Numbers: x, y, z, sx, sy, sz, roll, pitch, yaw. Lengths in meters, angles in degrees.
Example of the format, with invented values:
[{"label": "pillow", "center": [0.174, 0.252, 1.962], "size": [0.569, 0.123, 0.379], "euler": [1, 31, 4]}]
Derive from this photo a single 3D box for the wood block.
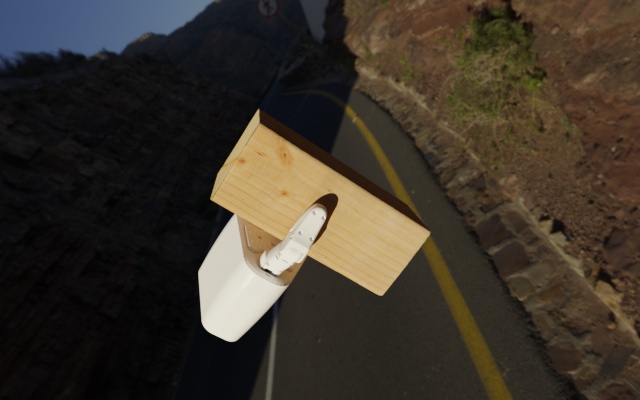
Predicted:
[{"label": "wood block", "center": [0.000, 0.002, 0.507], "size": [0.206, 0.090, 0.090], "euler": [31, 13, -16]}]
